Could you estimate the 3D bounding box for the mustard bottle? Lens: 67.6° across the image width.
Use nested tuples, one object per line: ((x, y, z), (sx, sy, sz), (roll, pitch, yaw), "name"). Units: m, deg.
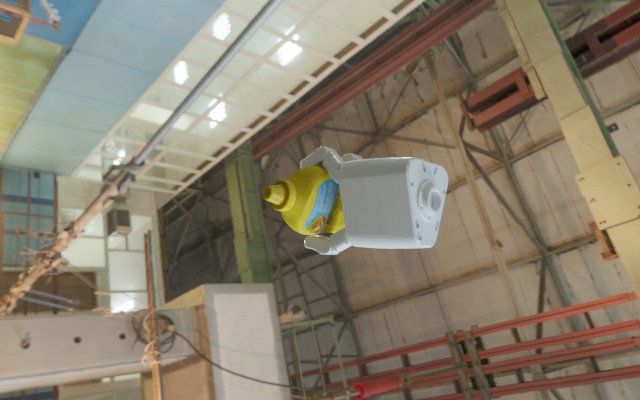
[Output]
((0.000, 0.002, 0.670), (0.191, 0.096, 0.058), (9, 17, -45), "mustard bottle")
